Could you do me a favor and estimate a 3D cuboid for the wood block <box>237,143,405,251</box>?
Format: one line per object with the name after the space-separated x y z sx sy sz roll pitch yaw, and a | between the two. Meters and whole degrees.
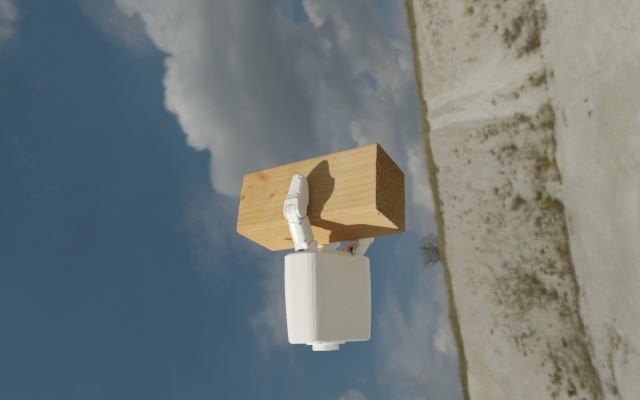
0.000 0.002 0.639 0.206 0.090 0.091 -11 -28 29 | wood block
